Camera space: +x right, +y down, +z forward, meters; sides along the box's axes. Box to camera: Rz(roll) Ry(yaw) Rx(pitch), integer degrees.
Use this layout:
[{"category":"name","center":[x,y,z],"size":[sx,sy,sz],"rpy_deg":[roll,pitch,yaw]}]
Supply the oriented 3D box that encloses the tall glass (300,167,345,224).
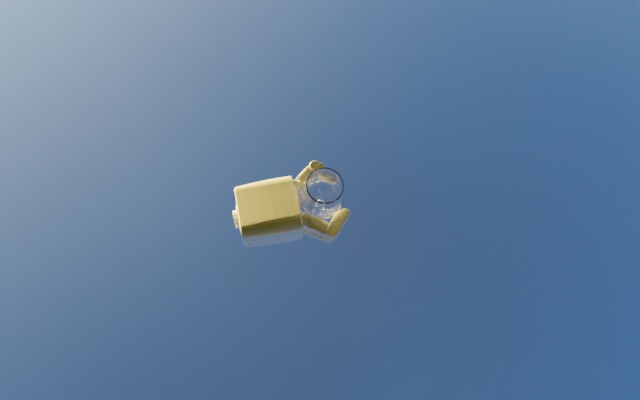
[{"category":"tall glass","center":[0.000,0.003,0.865],"size":[0.079,0.079,0.201],"rpy_deg":[0,-16,-4]}]
